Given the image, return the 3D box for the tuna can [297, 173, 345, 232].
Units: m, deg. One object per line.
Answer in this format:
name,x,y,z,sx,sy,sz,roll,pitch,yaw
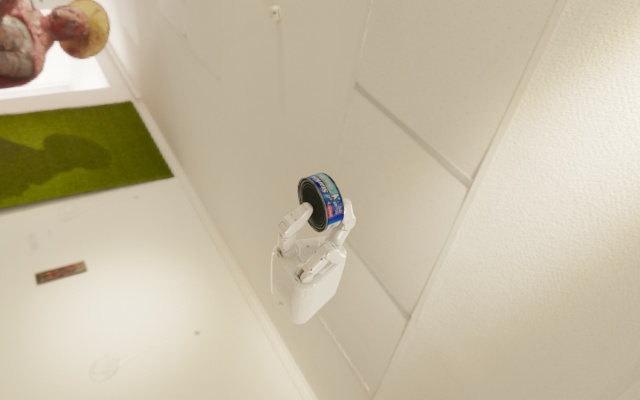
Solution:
tuna can,0.001,0.002,0.717,0.034,0.086,0.086,-20,8,-24
